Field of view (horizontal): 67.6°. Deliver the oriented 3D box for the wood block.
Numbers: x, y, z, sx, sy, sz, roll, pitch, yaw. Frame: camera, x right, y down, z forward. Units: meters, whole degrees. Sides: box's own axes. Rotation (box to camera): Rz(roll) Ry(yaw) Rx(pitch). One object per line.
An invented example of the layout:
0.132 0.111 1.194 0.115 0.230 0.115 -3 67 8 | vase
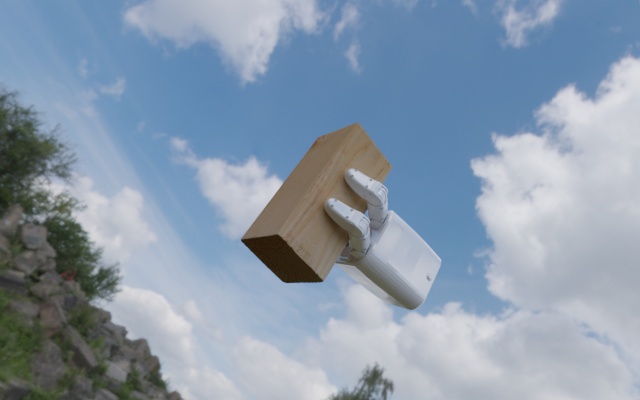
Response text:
0.000 0.002 0.643 0.091 0.206 0.090 -13 -55 50 | wood block
